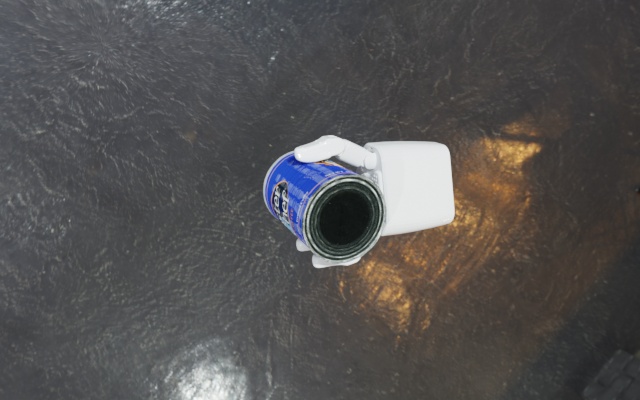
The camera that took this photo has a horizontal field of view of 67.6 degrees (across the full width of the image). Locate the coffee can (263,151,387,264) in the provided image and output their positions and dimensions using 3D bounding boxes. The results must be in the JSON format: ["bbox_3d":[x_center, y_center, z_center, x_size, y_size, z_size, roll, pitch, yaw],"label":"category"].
[{"bbox_3d":[0.000,0.002,0.578,0.103,0.103,0.140,0,16,-25],"label":"coffee can"}]
